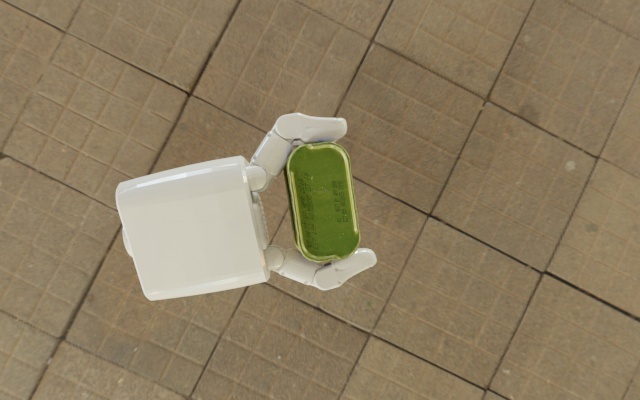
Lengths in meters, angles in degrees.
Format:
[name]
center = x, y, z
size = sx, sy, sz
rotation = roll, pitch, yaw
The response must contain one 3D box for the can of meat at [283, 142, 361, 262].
[can of meat]
center = 0.000, 0.001, 0.421
size = 0.057, 0.102, 0.084
rotation = -9, 0, -4
